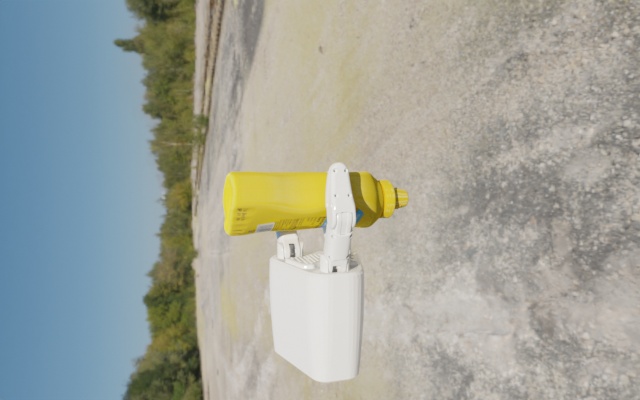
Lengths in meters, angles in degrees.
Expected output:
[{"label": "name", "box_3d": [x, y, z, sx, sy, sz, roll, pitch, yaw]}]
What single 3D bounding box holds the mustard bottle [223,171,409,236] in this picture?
[{"label": "mustard bottle", "box_3d": [0.000, 0.001, 0.489, 0.191, 0.058, 0.096, -2, -19, -16]}]
